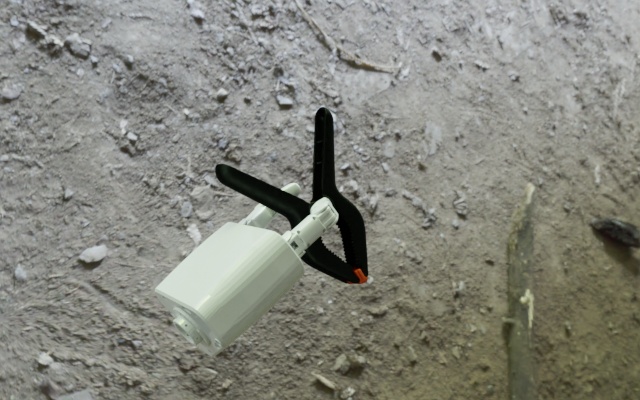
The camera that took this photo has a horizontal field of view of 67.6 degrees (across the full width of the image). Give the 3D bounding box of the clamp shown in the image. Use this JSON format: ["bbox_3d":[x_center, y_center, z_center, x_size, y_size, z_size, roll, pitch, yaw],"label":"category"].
[{"bbox_3d":[0.001,0.002,0.557,0.164,0.210,0.036,-42,13,-27],"label":"clamp"}]
